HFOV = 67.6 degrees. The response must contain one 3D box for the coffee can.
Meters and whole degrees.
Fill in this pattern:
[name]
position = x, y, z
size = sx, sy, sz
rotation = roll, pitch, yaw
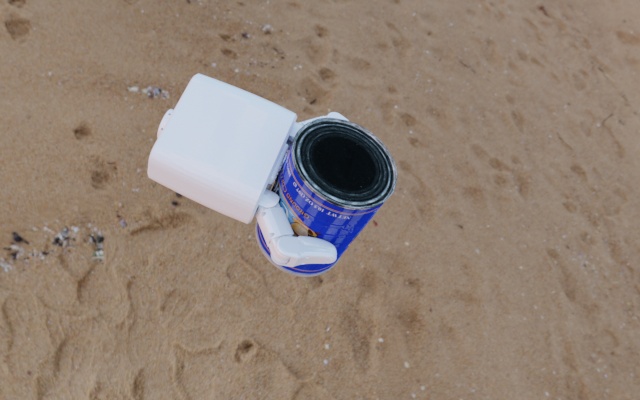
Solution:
[coffee can]
position = 0.000, 0.002, 0.483
size = 0.103, 0.102, 0.140
rotation = 0, -33, -23
